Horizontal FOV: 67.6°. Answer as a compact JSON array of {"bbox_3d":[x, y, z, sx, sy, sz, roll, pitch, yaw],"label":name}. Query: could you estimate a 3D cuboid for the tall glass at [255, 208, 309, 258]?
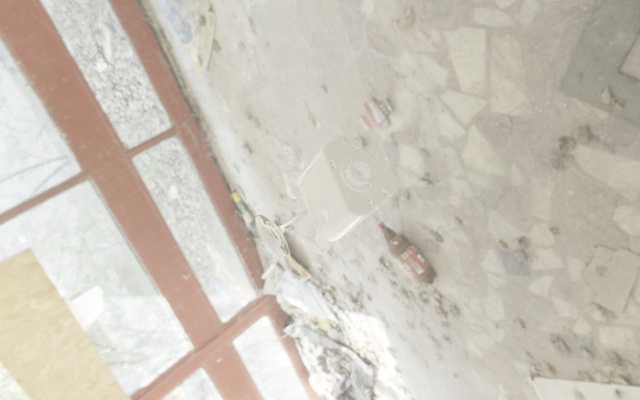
[{"bbox_3d":[0.000,0.003,0.745,0.201,0.079,0.079,-35,18,-28],"label":"tall glass"}]
